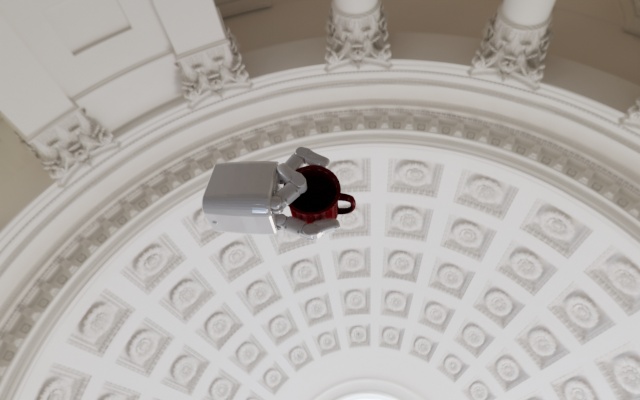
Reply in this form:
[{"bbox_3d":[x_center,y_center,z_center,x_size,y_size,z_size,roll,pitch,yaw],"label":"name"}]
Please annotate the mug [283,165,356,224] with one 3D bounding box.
[{"bbox_3d":[0.002,0.003,0.790,0.117,0.093,0.081,3,-29,5],"label":"mug"}]
